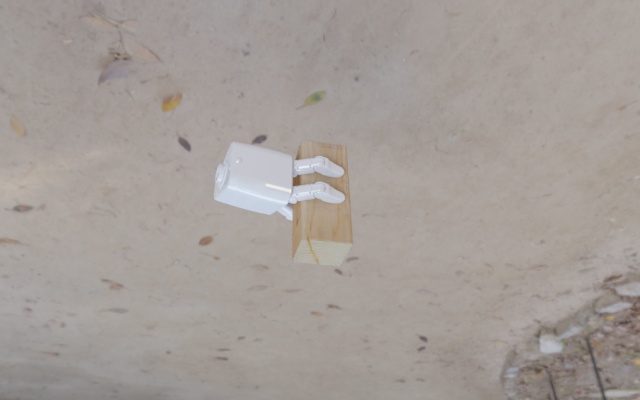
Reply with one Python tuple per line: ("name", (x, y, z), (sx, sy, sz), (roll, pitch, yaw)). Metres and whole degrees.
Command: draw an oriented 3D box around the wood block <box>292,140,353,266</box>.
("wood block", (0.000, 0.003, 0.863), (0.090, 0.206, 0.091), (6, -33, -12))
